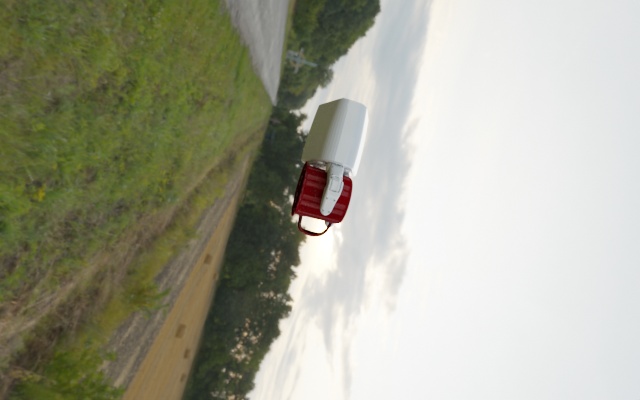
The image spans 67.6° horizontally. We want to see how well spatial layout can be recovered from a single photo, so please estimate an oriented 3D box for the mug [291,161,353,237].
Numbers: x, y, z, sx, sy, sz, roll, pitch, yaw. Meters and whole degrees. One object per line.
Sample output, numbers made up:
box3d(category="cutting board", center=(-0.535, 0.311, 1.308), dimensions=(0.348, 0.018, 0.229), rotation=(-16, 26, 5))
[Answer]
box3d(category="mug", center=(0.000, 0.004, 0.784), dimensions=(0.081, 0.117, 0.093), rotation=(15, -3, -8))
